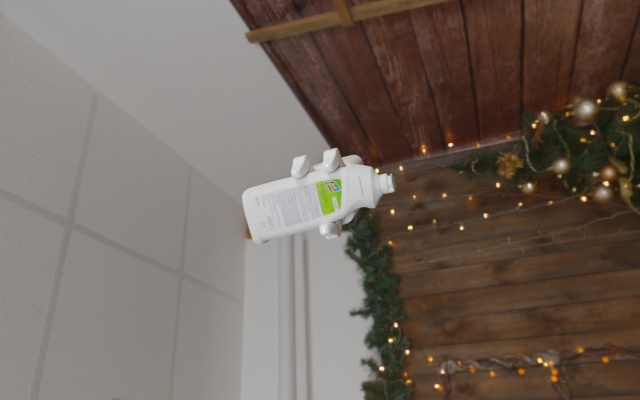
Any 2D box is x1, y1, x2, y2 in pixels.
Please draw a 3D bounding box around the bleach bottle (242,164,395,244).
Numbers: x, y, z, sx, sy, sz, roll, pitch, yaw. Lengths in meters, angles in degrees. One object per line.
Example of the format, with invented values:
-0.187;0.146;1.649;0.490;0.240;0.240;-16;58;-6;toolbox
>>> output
0.000;0.003;0.794;0.251;0.102;0.068;-11;11;18;bleach bottle
